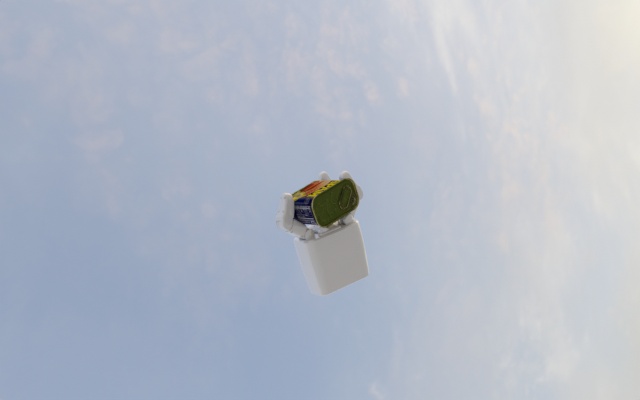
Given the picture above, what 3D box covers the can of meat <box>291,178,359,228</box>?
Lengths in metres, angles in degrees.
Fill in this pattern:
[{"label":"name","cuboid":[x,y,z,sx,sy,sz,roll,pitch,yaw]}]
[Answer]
[{"label":"can of meat","cuboid":[0.000,0.003,0.812,0.102,0.057,0.084,-31,20,-36]}]
